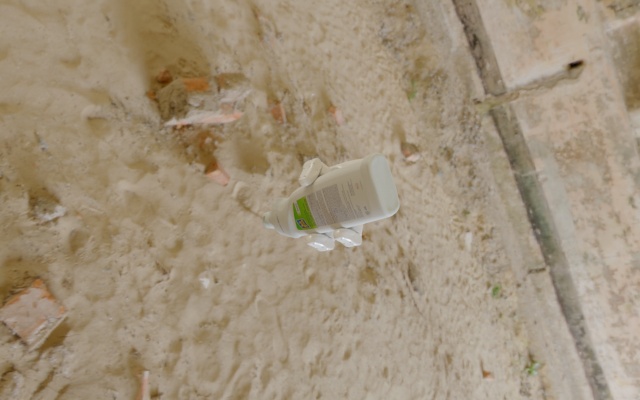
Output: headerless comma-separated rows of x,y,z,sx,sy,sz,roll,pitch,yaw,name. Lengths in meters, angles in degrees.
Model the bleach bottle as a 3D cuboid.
0.000,0.003,0.793,0.251,0.102,0.068,-15,6,35,bleach bottle
